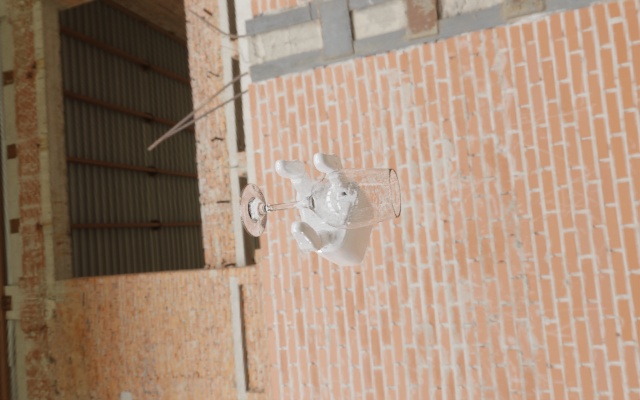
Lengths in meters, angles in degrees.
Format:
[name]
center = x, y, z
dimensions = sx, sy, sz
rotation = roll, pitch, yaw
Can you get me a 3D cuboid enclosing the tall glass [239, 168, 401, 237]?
[tall glass]
center = -0.001, 0.002, 0.622
dimensions = 0.201, 0.079, 0.079
rotation = -7, -3, 21
